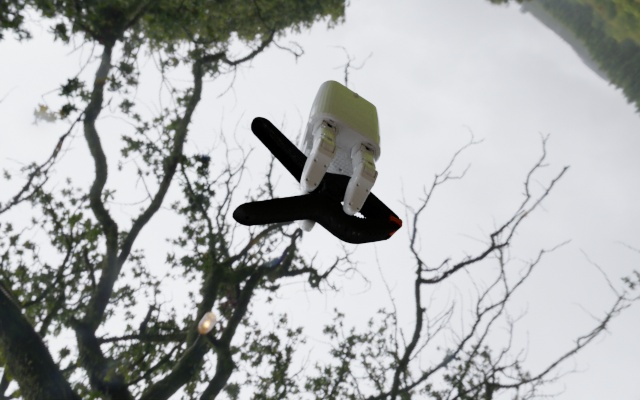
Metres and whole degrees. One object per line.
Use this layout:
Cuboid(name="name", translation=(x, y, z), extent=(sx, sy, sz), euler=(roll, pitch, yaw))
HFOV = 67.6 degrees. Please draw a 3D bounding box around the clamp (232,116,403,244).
Cuboid(name="clamp", translation=(0.000, 0.002, 0.533), extent=(0.210, 0.164, 0.036), euler=(29, -51, -15))
